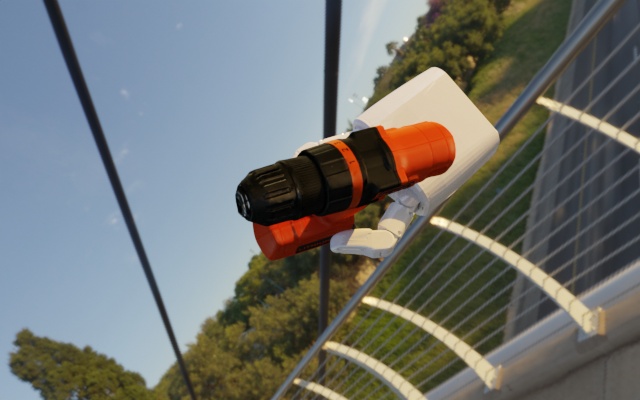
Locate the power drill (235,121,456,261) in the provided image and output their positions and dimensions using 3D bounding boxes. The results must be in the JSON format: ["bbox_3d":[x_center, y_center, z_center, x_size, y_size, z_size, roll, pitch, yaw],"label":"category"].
[{"bbox_3d":[0.000,0.001,0.413,0.184,0.057,0.188,-16,-11,-26],"label":"power drill"}]
